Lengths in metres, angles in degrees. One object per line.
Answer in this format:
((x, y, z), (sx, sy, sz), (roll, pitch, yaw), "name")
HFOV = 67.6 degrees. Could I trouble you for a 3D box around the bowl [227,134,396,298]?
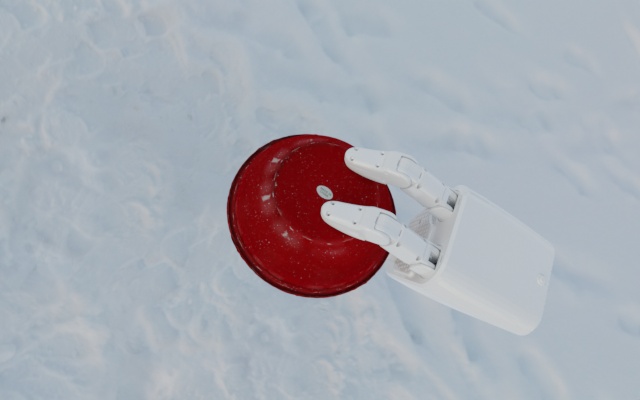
((-0.001, 0.001, 0.422), (0.162, 0.162, 0.055), (0, -20, -13), "bowl")
